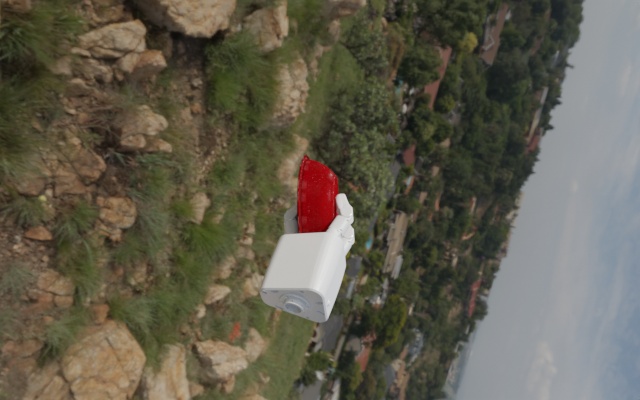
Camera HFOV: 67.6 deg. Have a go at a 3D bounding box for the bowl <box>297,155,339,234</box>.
[{"bbox_3d":[0.001,0.002,0.820,0.055,0.162,0.162,0,0,7],"label":"bowl"}]
